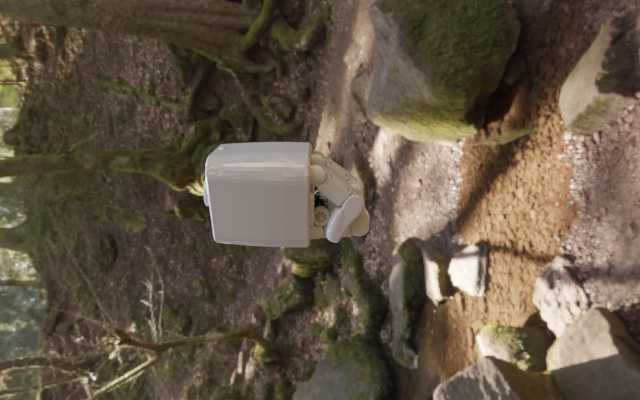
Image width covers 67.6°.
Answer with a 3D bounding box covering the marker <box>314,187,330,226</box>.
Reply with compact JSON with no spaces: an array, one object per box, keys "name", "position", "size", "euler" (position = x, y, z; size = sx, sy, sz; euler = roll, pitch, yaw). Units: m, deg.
[{"name":"marker","position":[0.000,0.002,0.567],"size":[0.020,0.020,0.121],"euler":[0,16,0]}]
